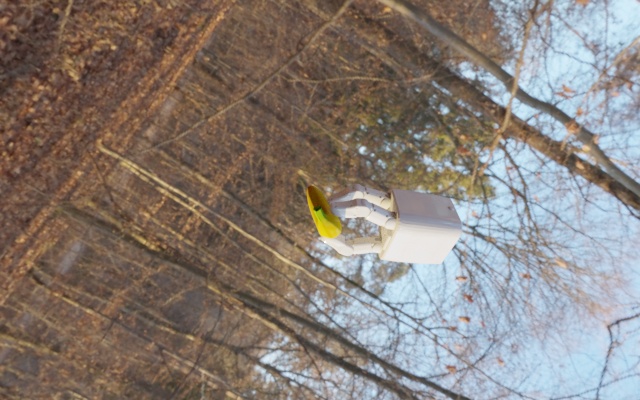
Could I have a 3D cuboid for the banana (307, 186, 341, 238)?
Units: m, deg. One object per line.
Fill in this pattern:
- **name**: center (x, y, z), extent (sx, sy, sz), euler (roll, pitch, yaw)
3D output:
- **banana**: center (0.006, 0.021, 0.771), extent (0.037, 0.069, 0.197), euler (-17, 11, -3)
